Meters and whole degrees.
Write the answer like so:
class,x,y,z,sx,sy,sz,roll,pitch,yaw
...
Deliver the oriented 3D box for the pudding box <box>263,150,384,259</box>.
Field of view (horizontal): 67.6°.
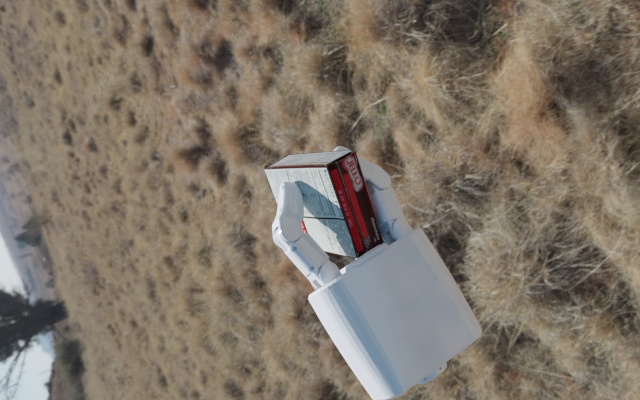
class,x,y,z,sx,sy,sz,roll,pitch,yaw
pudding box,0.000,0.002,0.450,0.039,0.090,0.113,-28,19,-33
